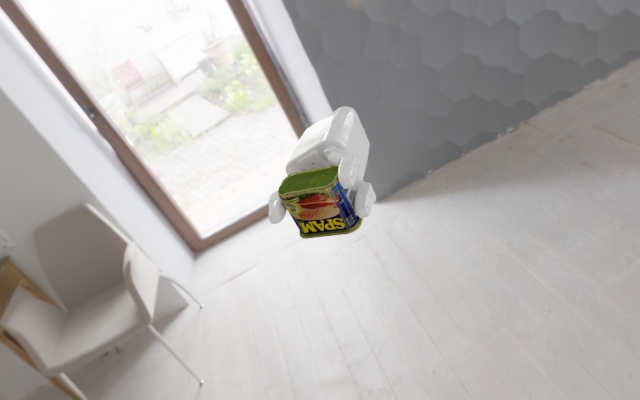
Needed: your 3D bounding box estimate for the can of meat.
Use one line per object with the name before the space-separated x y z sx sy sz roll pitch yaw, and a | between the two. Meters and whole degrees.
can of meat | 0.000 0.002 0.676 0.102 0.084 0.057 -9 37 29
